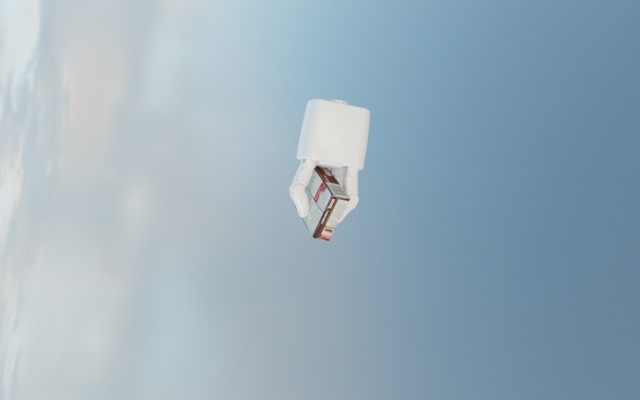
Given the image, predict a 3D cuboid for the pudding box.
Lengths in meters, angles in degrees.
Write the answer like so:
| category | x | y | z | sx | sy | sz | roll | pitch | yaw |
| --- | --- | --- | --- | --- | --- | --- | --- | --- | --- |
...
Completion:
| category | x | y | z | sx | sy | sz | roll | pitch | yaw |
| --- | --- | --- | --- | --- | --- | --- | --- | --- | --- |
| pudding box | 0.000 | 0.003 | 0.842 | 0.039 | 0.090 | 0.113 | 12 | 26 | -27 |
